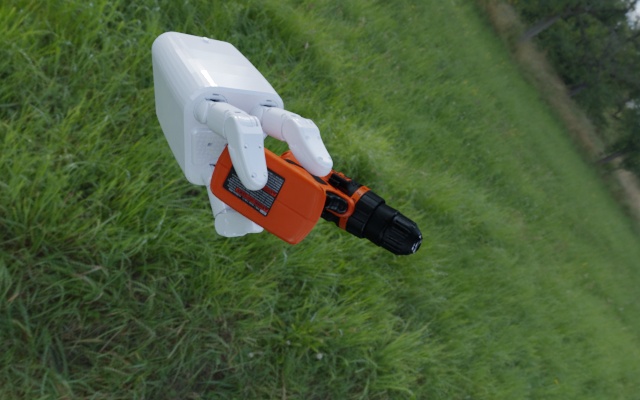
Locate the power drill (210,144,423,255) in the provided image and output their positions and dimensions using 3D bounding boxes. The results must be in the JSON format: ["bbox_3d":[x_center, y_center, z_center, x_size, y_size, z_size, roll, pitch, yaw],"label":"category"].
[{"bbox_3d":[0.000,0.001,0.456,0.184,0.057,0.187,29,8,21],"label":"power drill"}]
